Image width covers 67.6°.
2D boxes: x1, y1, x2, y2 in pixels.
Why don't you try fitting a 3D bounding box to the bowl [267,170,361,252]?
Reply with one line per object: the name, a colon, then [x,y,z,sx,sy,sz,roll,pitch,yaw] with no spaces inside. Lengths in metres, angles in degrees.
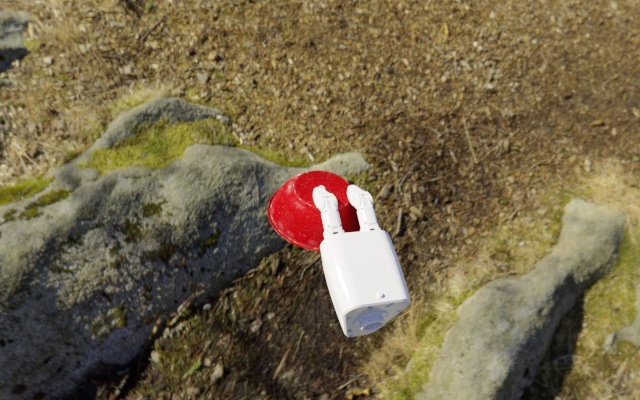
bowl: [0.000,0.001,0.744,0.162,0.055,0.162,7,41,-6]
